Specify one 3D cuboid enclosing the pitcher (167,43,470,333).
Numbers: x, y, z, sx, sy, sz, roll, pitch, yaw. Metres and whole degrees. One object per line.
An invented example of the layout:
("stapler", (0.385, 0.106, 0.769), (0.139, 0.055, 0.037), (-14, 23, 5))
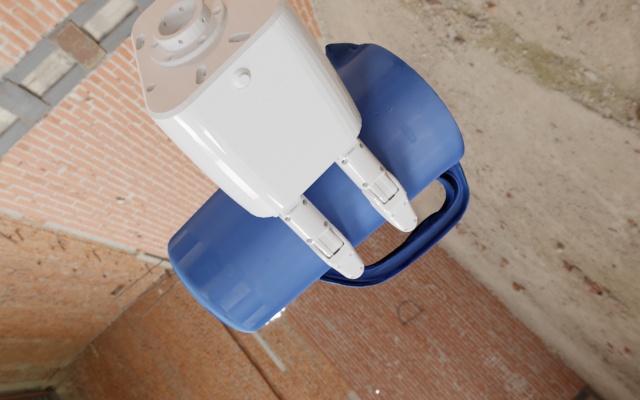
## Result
("pitcher", (0.000, 0.001, 0.411), (0.149, 0.243, 0.145), (45, -3, 39))
